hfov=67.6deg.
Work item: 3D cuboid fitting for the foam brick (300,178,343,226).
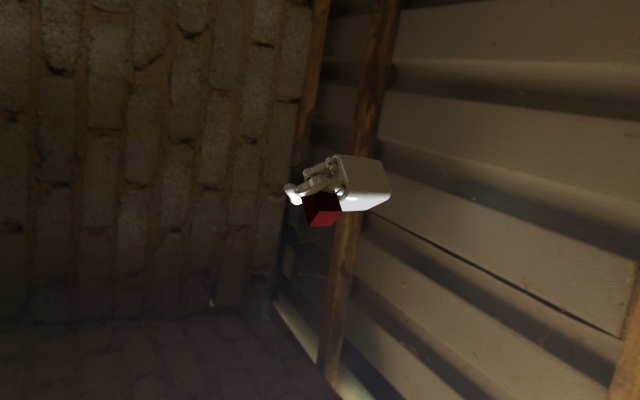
[{"bbox_3d":[0.000,0.003,0.899,0.051,0.078,0.053,3,-35,-30],"label":"foam brick"}]
